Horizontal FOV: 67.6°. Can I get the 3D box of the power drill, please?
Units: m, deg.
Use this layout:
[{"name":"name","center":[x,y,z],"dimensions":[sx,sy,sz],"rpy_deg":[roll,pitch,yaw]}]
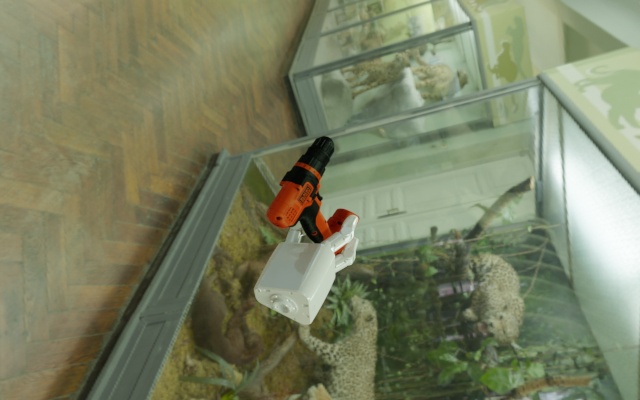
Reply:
[{"name":"power drill","center":[0.000,0.003,0.862],"dimensions":[0.057,0.184,0.188],"rpy_deg":[15,-25,43]}]
